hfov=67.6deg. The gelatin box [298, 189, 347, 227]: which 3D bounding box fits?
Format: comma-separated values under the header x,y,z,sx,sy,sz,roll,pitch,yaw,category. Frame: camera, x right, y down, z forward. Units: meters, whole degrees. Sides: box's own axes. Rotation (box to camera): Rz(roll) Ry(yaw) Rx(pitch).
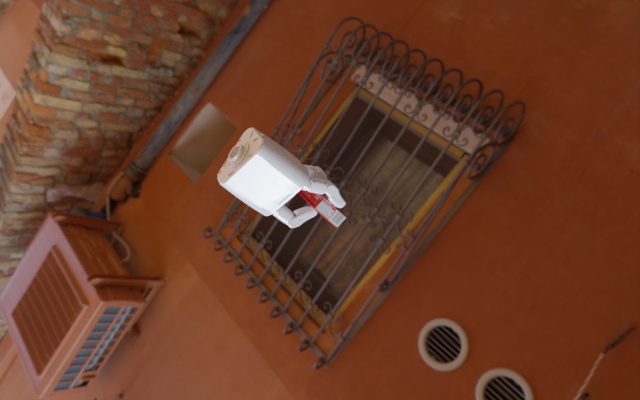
x,y,z,sx,sy,sz,roll,pitch,yaw,category
0.000,0.003,0.882,0.073,0.030,0.089,46,4,42,gelatin box
